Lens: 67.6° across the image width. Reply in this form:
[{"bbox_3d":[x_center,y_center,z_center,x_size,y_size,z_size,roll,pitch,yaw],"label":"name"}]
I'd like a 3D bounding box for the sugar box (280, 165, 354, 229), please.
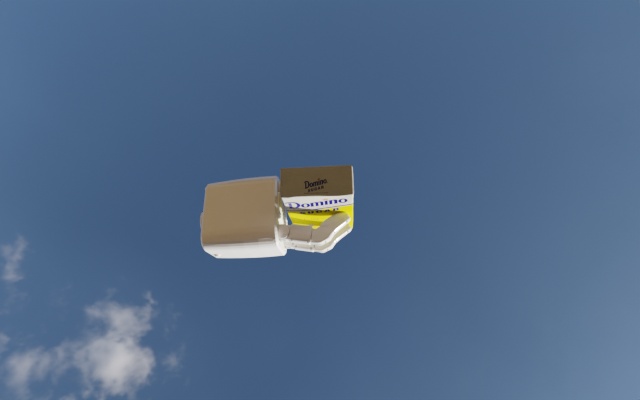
[{"bbox_3d":[0.000,0.003,0.671,0.093,0.048,0.176,-3,-15,3],"label":"sugar box"}]
